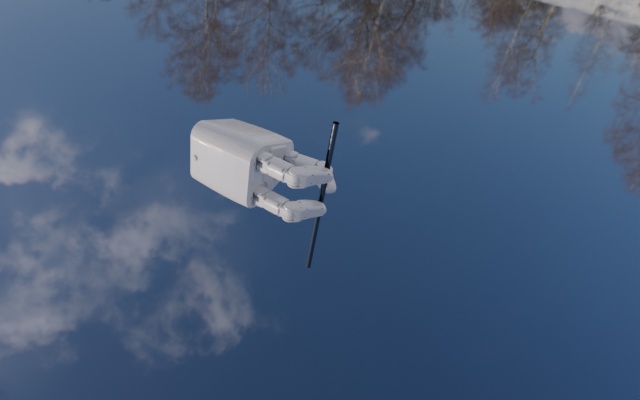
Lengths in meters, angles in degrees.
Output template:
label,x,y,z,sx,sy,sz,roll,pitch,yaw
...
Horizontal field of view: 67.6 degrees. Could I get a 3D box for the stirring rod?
label,x,y,z,sx,sy,sz,roll,pitch,yaw
stirring rod,0.000,0.002,0.653,0.011,0.240,0.011,7,35,-5
